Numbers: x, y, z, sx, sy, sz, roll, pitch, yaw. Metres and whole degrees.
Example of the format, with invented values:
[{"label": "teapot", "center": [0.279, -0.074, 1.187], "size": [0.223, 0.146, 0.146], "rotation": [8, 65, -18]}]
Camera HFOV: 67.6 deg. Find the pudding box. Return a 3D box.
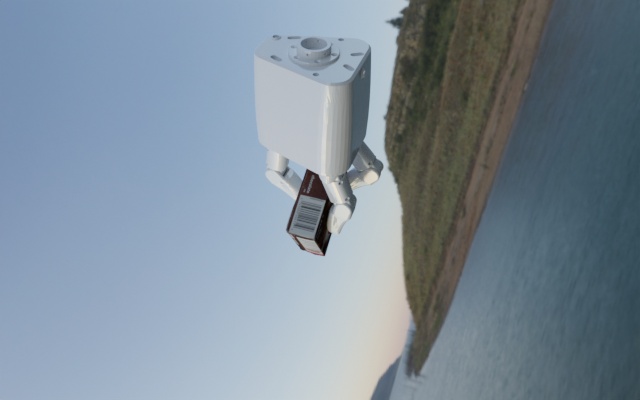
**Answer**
[{"label": "pudding box", "center": [0.000, 0.002, 0.574], "size": [0.039, 0.113, 0.090], "rotation": [16, -15, 14]}]
